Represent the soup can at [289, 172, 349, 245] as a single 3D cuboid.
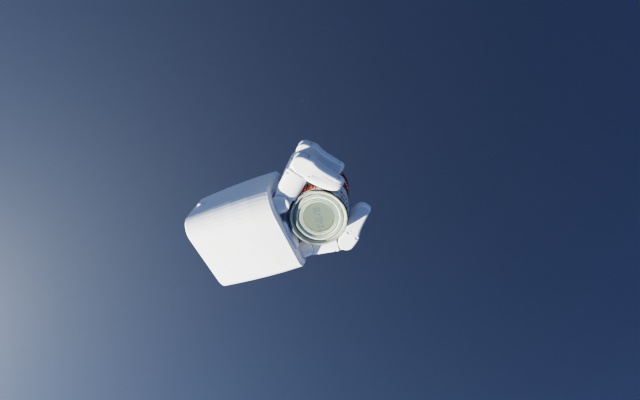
[{"bbox_3d":[0.001,0.002,0.568,0.068,0.068,0.102,0,20,3],"label":"soup can"}]
